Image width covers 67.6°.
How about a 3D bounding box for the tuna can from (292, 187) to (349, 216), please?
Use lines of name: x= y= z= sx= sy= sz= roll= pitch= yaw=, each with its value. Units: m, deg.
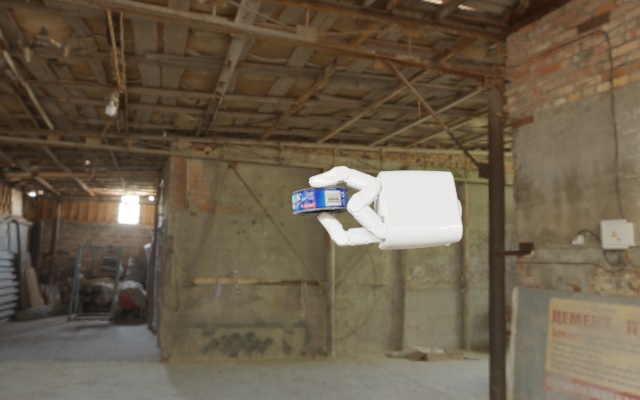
tuna can: x=0.000 y=0.002 z=0.720 sx=0.086 sy=0.033 sz=0.086 roll=-5 pitch=-7 yaw=-1
